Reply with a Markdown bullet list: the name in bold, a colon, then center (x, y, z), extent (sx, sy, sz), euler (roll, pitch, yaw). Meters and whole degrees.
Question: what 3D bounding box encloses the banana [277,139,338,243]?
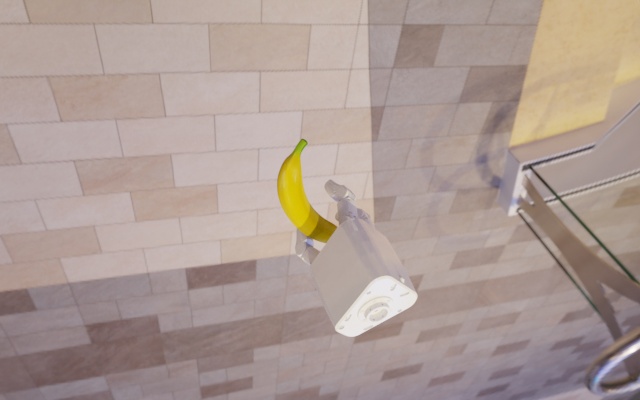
- **banana**: center (-0.018, 0.008, 0.685), extent (0.069, 0.198, 0.037), euler (-26, 41, -4)
